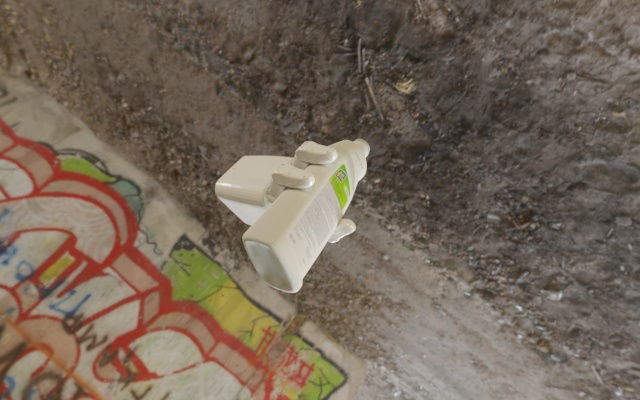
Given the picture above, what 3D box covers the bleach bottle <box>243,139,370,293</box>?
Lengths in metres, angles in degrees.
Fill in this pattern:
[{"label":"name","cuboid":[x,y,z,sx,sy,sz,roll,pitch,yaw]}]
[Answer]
[{"label":"bleach bottle","cuboid":[0.000,0.002,0.665,0.068,0.103,0.250,10,45,35]}]
